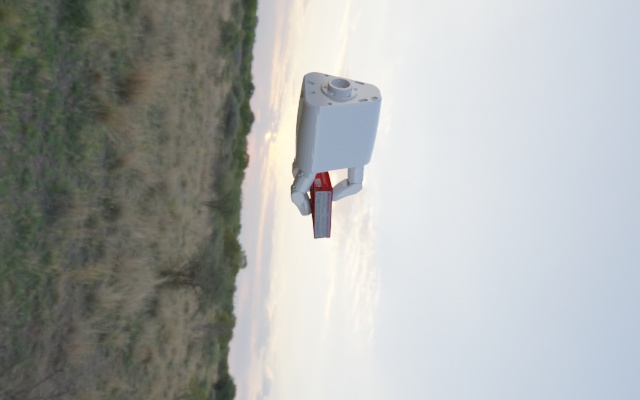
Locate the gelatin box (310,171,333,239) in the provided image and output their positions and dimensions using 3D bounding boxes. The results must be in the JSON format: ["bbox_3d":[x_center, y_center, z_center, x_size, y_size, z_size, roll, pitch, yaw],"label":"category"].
[{"bbox_3d":[0.001,0.003,0.731,0.030,0.089,0.073,-2,31,-4],"label":"gelatin box"}]
